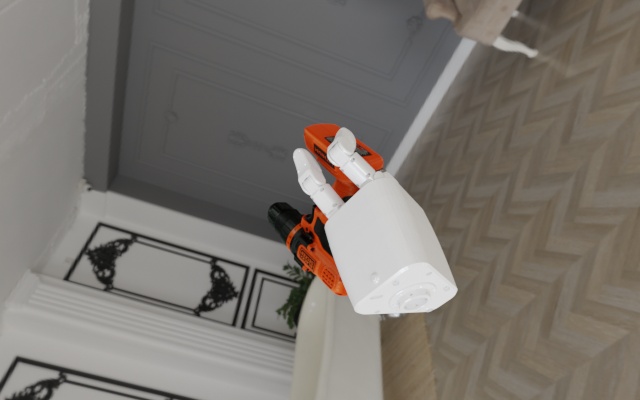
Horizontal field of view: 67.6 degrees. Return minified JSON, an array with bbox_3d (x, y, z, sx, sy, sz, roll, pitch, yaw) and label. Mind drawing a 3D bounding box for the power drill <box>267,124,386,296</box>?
[{"bbox_3d":[0.000,0.002,0.609,0.057,0.188,0.184,-16,41,-37],"label":"power drill"}]
